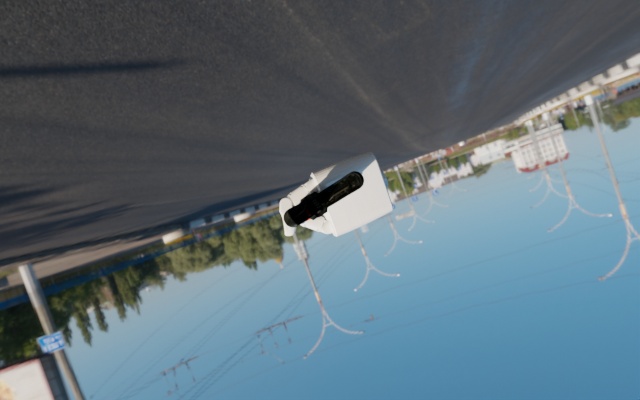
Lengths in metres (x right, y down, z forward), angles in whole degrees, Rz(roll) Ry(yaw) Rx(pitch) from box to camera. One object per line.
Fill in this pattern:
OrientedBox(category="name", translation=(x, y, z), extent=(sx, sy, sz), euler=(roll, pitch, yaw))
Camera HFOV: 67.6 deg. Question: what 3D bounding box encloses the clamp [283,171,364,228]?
OrientedBox(category="clamp", translation=(0.000, 0.003, 0.687), extent=(0.120, 0.039, 0.171), euler=(-25, 1, -6))
